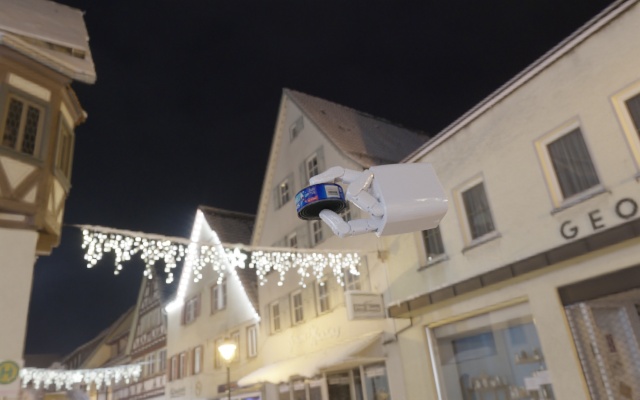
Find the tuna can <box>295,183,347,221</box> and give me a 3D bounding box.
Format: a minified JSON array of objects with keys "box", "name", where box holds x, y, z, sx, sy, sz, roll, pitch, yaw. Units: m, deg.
[{"box":[0.000,0.002,0.811,0.086,0.033,0.086,-11,-22,-4],"name":"tuna can"}]
